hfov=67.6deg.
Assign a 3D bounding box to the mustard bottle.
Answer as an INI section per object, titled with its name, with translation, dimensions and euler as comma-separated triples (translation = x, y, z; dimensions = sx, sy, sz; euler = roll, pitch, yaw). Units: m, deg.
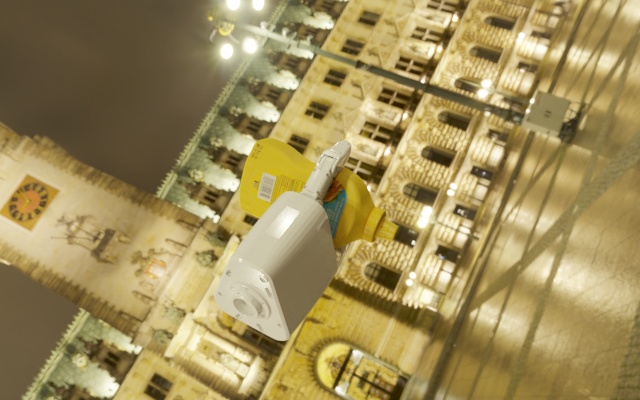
[mustard bottle]
translation = 0.000, 0.002, 0.562
dimensions = 0.191, 0.096, 0.058
euler = 23, 21, 16
